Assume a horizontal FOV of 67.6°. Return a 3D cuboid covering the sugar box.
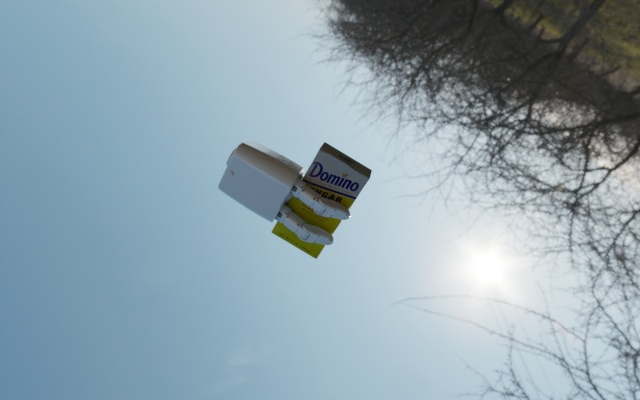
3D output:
[{"bbox_3d":[0.000,0.003,0.787,0.093,0.176,0.048,30,27,-2],"label":"sugar box"}]
